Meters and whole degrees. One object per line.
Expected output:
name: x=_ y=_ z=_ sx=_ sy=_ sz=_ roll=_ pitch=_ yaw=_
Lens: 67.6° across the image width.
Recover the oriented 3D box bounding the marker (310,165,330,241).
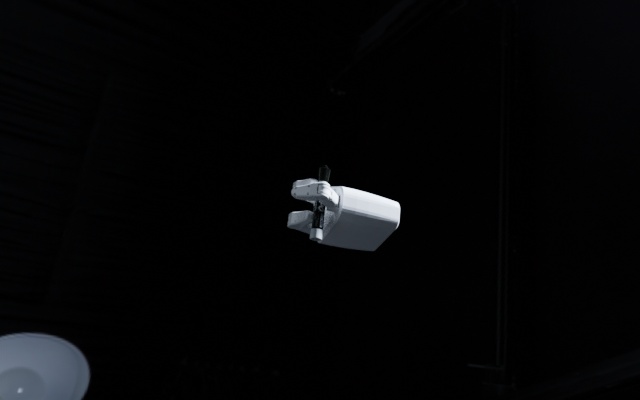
marker: x=0.000 y=0.002 z=0.743 sx=0.020 sy=0.121 sz=0.020 roll=6 pitch=-18 yaw=2
